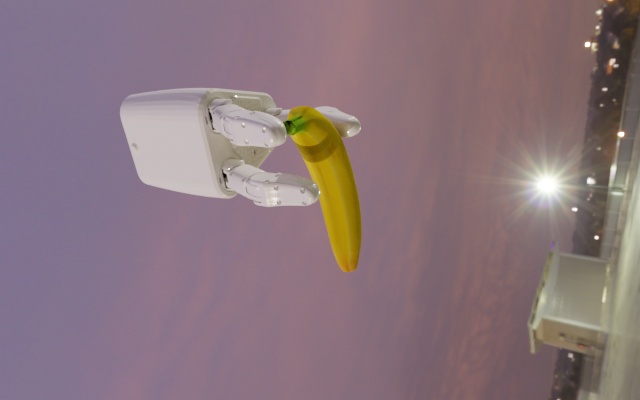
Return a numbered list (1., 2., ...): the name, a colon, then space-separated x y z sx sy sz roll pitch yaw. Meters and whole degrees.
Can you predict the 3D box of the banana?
1. banana: 0.006 -0.015 0.430 0.037 0.069 0.198 5 -38 27
